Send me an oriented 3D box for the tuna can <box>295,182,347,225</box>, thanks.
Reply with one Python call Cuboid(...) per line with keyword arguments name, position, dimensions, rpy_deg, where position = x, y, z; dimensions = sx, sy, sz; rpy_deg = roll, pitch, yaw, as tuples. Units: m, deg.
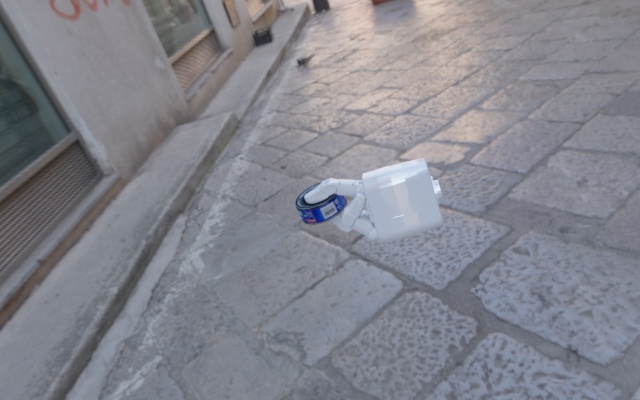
Cuboid(name="tuna can", position=(0.000, 0.002, 0.825), dimensions=(0.086, 0.034, 0.086), rpy_deg=(-20, 27, 11))
